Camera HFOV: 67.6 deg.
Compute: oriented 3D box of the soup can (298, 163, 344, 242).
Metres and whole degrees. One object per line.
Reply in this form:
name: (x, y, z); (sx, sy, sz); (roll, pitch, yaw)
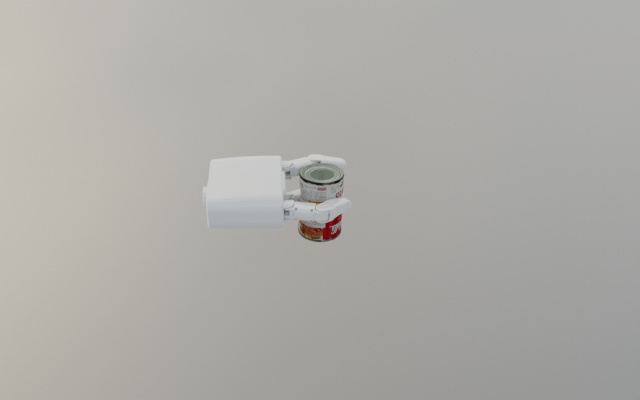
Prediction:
soup can: (0.001, 0.002, 0.723); (0.068, 0.102, 0.068); (1, 31, -1)
